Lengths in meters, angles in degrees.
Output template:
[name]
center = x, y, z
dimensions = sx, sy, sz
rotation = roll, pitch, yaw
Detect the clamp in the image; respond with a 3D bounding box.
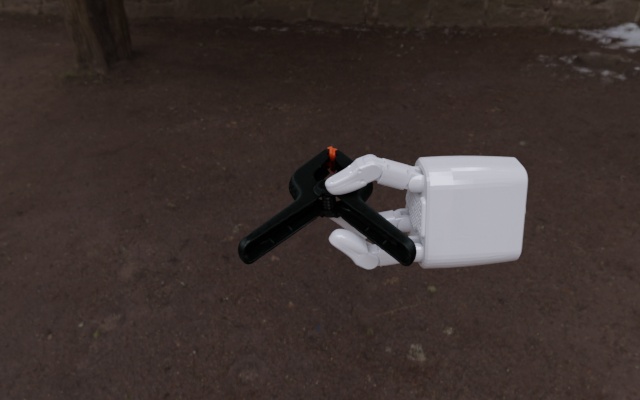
[clamp]
center = 0.000, 0.001, 0.513
dimensions = 0.164, 0.036, 0.209
rotation = -3, 33, -3
